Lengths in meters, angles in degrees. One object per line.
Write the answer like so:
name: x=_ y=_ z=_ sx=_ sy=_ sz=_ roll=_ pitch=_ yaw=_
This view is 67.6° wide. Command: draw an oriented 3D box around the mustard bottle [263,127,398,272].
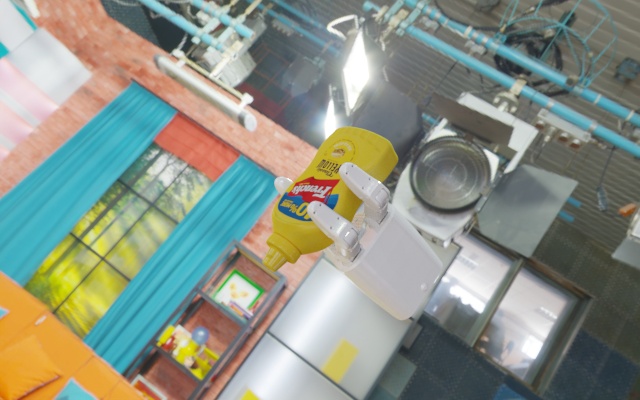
mustard bottle: x=0.000 y=0.001 z=0.547 sx=0.096 sy=0.191 sz=0.058 roll=22 pitch=-23 yaw=42
